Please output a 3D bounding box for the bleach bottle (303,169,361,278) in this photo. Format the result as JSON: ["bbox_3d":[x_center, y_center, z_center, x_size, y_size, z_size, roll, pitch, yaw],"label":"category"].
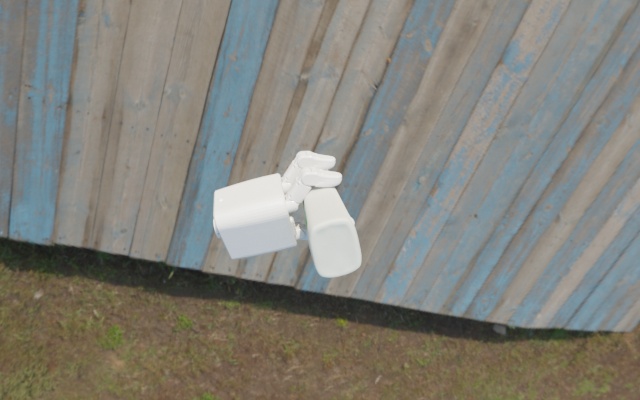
[{"bbox_3d":[0.000,0.002,0.749,0.068,0.103,0.250,-14,32,-3],"label":"bleach bottle"}]
